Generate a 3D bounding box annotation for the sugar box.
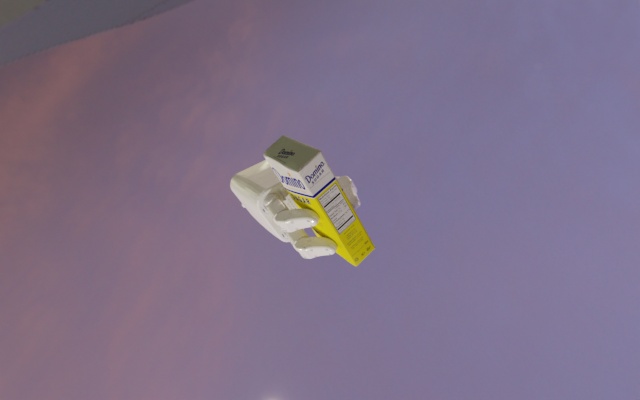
[{"bbox_3d":[0.000,0.002,0.624,0.093,0.048,0.176,29,-21,52],"label":"sugar box"}]
